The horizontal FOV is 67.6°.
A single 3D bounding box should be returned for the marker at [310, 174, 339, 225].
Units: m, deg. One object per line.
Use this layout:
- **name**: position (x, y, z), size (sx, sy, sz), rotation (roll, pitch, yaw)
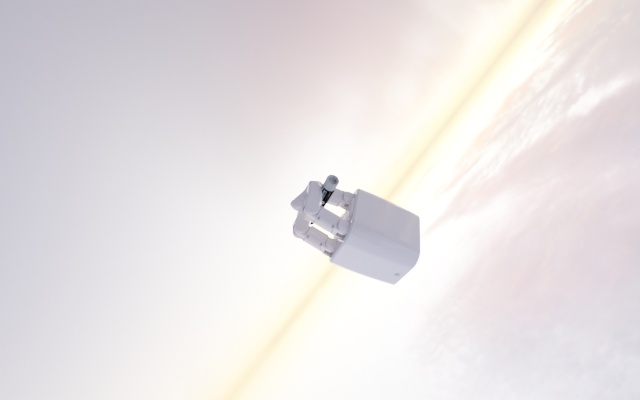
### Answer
- **marker**: position (0.000, 0.002, 0.700), size (0.020, 0.020, 0.121), rotation (0, -31, -19)
